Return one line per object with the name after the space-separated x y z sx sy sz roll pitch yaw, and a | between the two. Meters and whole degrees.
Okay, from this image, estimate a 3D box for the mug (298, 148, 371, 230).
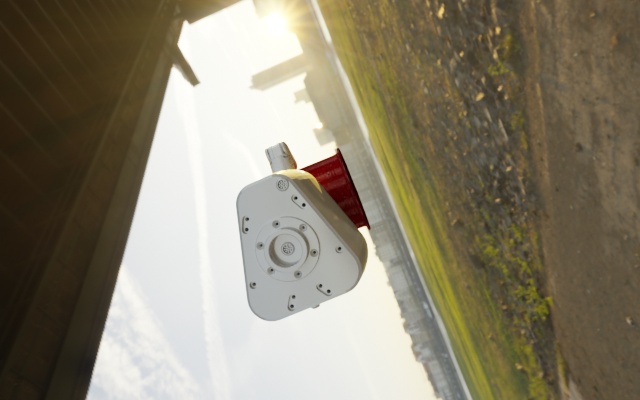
0.000 0.002 0.521 0.081 0.093 0.117 -22 -1 6 | mug
